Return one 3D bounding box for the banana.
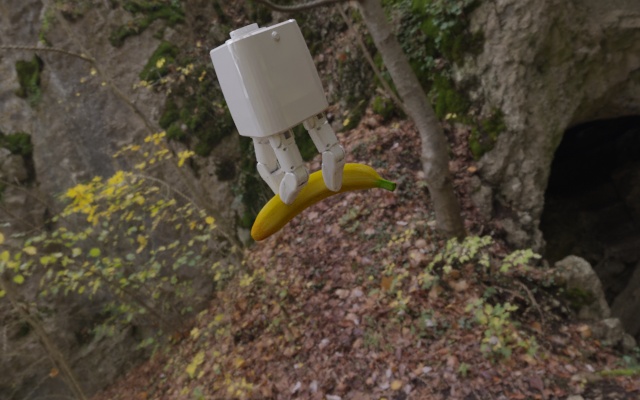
[{"bbox_3d":[-0.005,-0.008,0.610,0.198,0.037,0.069,-22,35,-15],"label":"banana"}]
